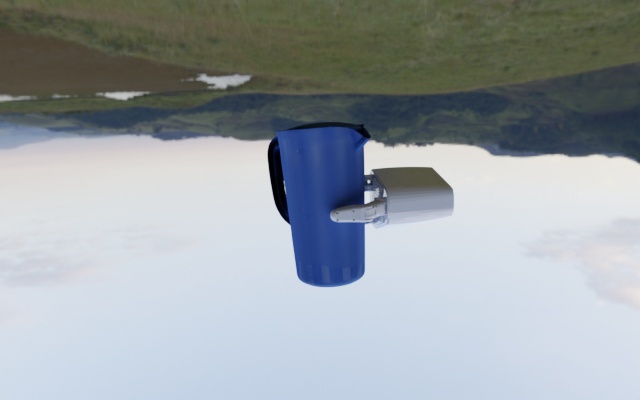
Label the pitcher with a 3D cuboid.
[{"bbox_3d":[0.000,0.002,0.740,0.145,0.243,0.149,-5,9,-9],"label":"pitcher"}]
